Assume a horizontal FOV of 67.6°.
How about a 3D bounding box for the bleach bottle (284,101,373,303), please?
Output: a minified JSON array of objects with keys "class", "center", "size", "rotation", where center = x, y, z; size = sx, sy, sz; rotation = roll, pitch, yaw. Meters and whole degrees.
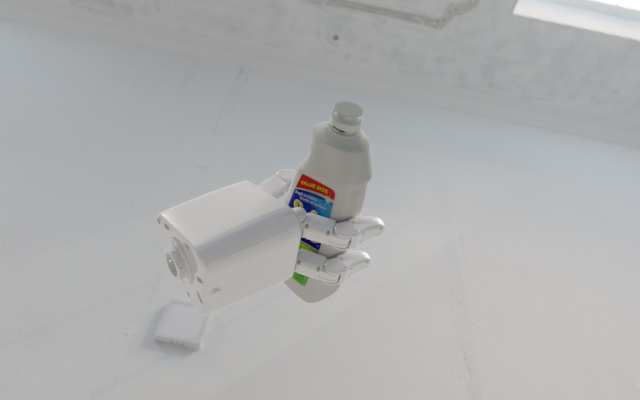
[{"class":"bleach bottle","center":[0.000,0.002,0.532],"size":[0.068,0.251,0.102],"rotation":[-23,52,-34]}]
